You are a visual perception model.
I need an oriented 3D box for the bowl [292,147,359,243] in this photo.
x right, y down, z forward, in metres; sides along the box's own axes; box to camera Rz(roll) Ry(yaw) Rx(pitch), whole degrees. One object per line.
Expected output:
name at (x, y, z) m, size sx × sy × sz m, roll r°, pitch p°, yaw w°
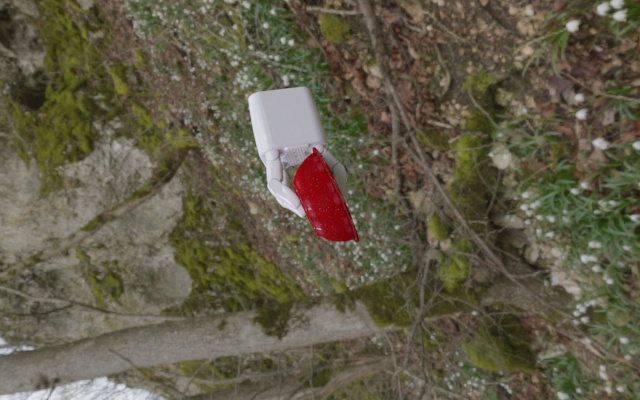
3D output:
bowl at (0.000, 0.004, 0.729) m, size 0.055 × 0.162 × 0.162 m, roll -25°, pitch 2°, yaw -4°
